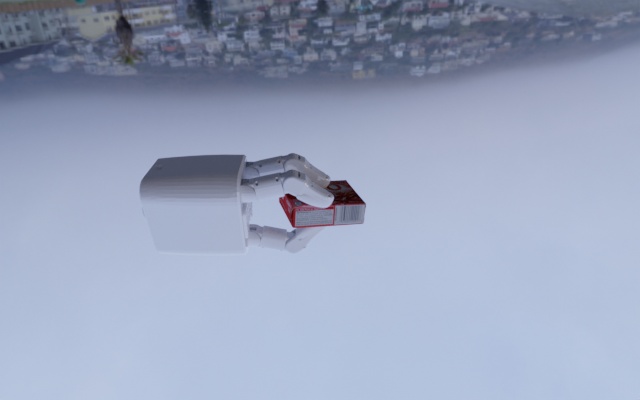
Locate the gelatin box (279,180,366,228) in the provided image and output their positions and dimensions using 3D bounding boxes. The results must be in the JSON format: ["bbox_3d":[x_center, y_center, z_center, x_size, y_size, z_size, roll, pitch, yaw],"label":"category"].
[{"bbox_3d":[0.000,0.002,0.568,0.089,0.030,0.073,-2,25,-16],"label":"gelatin box"}]
